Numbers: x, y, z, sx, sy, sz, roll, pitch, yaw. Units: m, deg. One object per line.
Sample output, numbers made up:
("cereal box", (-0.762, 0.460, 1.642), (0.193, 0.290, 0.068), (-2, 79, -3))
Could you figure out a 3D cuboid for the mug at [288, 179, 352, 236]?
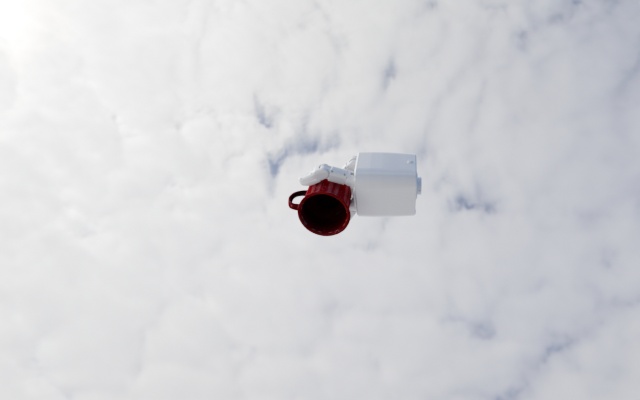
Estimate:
("mug", (-0.001, 0.003, 0.857), (0.117, 0.093, 0.081), (3, 32, 9))
